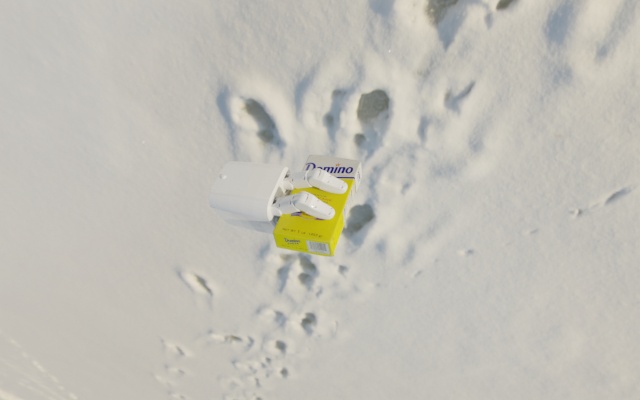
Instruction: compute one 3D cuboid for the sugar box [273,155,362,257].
[{"bbox_3d":[0.000,0.002,0.756,0.093,0.176,0.048,9,-38,15],"label":"sugar box"}]
